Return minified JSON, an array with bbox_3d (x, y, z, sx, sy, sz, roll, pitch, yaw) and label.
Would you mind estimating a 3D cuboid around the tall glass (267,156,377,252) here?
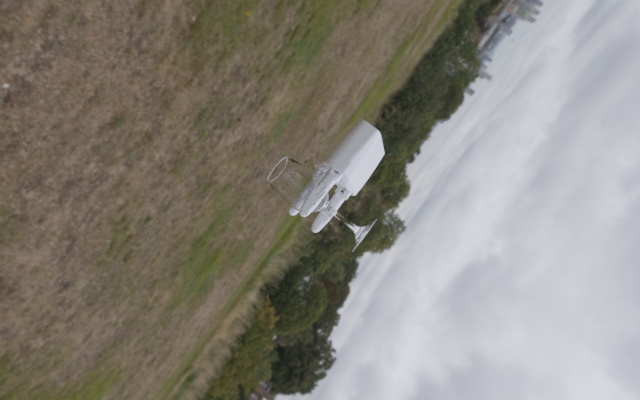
[{"bbox_3d":[0.001,0.003,0.866,0.201,0.079,0.079,37,4,5],"label":"tall glass"}]
